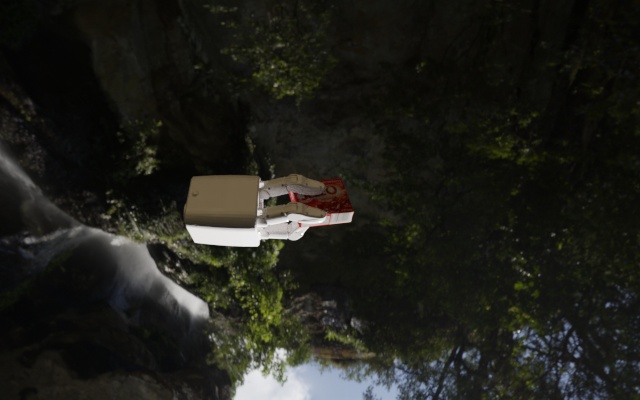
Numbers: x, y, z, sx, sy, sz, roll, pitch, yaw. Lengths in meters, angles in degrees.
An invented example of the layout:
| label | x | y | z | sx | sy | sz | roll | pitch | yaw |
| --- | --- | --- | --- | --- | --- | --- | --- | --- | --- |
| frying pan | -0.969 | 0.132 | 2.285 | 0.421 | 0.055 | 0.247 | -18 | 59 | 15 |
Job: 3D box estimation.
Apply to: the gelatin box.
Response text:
| label | x | y | z | sx | sy | sz | roll | pitch | yaw |
| --- | --- | --- | --- | --- | --- | --- | --- | --- | --- |
| gelatin box | 0.000 | 0.003 | 0.761 | 0.089 | 0.073 | 0.030 | -6 | -40 | -16 |
